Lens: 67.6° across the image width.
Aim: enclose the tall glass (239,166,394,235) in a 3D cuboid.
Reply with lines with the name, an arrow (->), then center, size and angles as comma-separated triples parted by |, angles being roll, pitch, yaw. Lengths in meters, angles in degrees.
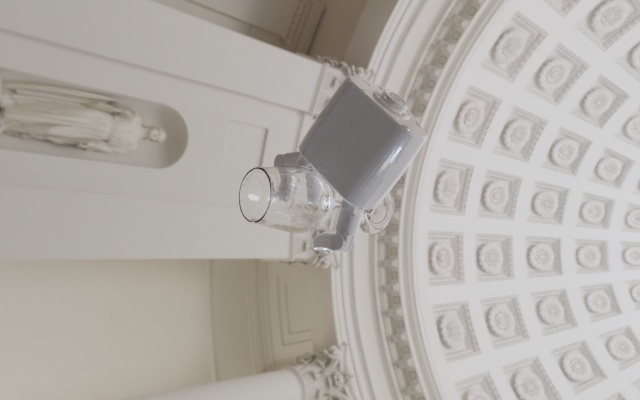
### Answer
tall glass -> 0.001, 0.002, 0.590 | 0.201, 0.079, 0.079 | 6, -4, -43
